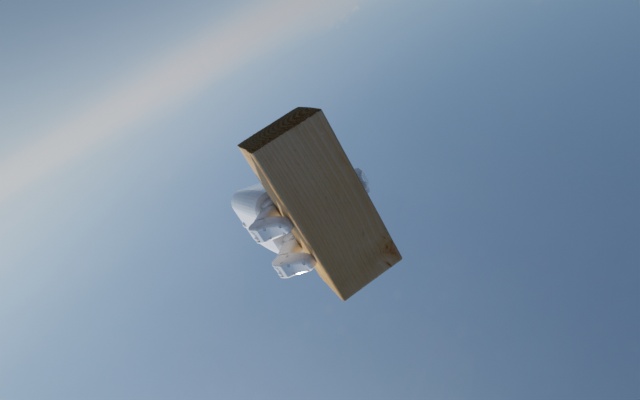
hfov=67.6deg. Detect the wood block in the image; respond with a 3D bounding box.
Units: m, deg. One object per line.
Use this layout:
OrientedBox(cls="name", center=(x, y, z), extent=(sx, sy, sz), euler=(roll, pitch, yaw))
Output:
OrientedBox(cls="wood block", center=(0.000, 0.002, 0.567), extent=(0.091, 0.206, 0.090), euler=(-35, 21, -10))
